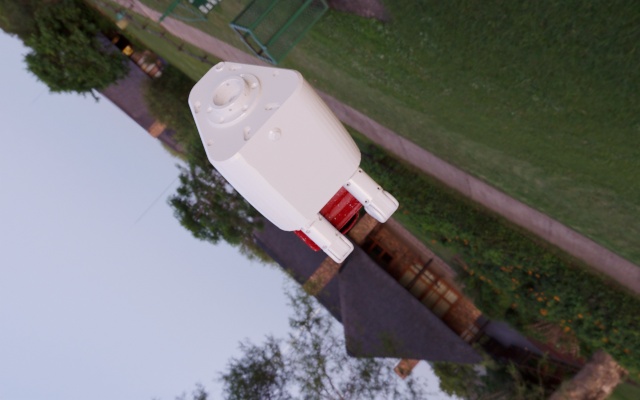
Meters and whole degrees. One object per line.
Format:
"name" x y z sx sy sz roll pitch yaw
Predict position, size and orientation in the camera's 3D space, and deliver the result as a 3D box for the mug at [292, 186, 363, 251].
"mug" 0.001 0.002 0.492 0.093 0.081 0.117 40 -5 41
